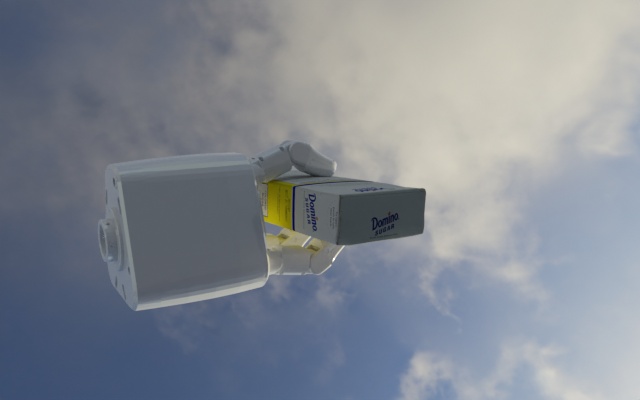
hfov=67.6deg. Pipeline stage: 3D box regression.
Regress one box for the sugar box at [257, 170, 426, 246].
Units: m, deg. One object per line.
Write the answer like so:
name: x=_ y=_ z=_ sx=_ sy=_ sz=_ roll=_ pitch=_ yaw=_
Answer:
sugar box: x=0.000 y=0.002 z=0.440 sx=0.093 sy=0.048 sz=0.176 roll=-5 pitch=12 yaw=-34
